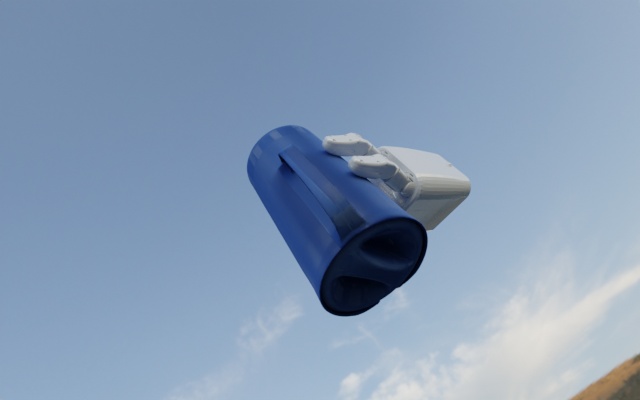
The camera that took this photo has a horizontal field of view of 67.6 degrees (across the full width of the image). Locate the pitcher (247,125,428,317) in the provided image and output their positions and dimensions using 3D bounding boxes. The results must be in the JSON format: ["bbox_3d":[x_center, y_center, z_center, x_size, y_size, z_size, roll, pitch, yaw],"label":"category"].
[{"bbox_3d":[0.000,0.002,0.563,0.145,0.149,0.242,-2,35,-34],"label":"pitcher"}]
